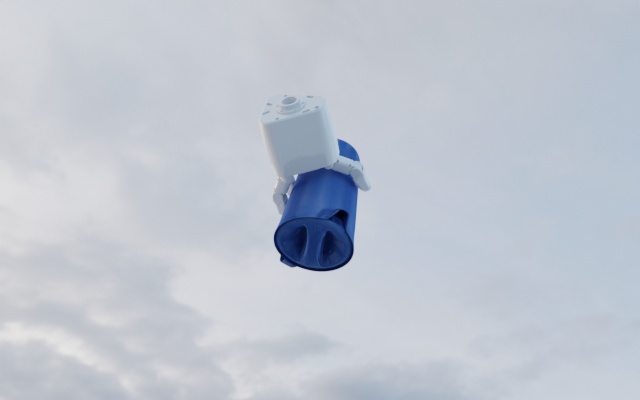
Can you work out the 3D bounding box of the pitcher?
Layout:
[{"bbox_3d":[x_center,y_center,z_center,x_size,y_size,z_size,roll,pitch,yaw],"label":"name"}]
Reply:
[{"bbox_3d":[0.000,0.003,0.863,0.149,0.145,0.242,-3,41,15],"label":"pitcher"}]
